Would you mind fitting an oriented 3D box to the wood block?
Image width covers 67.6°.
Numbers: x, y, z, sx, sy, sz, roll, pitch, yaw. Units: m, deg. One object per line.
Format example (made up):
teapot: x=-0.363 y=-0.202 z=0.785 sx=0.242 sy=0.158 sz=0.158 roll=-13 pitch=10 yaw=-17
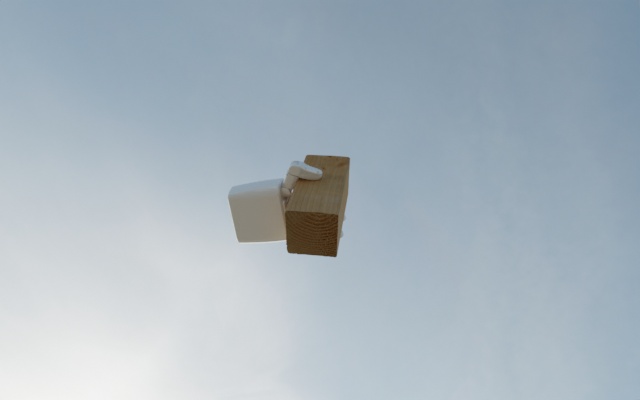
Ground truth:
wood block: x=0.000 y=0.003 z=0.879 sx=0.090 sy=0.091 sz=0.206 roll=4 pitch=33 yaw=7
